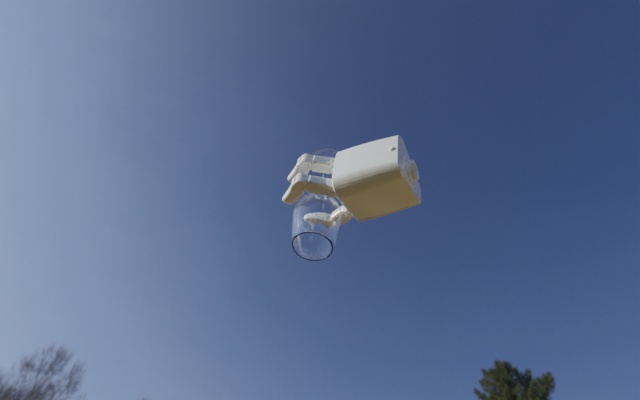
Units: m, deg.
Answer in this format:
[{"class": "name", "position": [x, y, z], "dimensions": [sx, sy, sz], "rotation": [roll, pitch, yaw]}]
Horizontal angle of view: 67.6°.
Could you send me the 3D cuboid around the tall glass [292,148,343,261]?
[{"class": "tall glass", "position": [0.000, 0.002, 0.772], "dimensions": [0.079, 0.079, 0.200], "rotation": [0, 41, 10]}]
